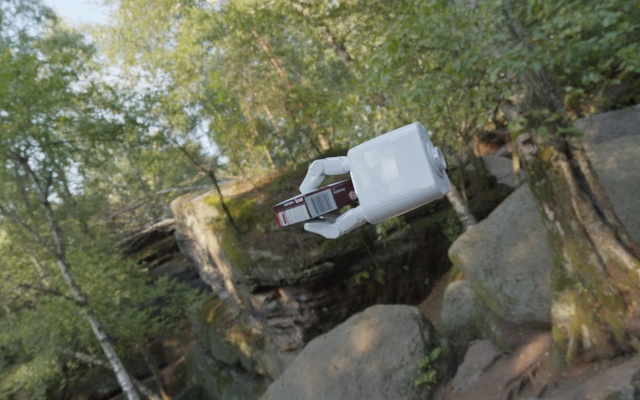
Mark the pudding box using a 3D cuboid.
[{"bbox_3d":[0.000,0.002,0.710,0.113,0.039,0.090,-18,-1,-37],"label":"pudding box"}]
